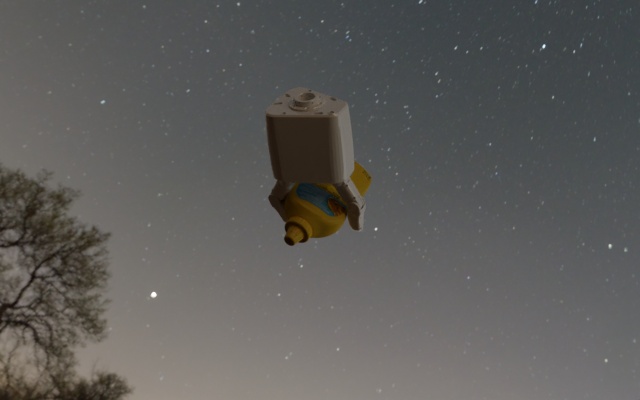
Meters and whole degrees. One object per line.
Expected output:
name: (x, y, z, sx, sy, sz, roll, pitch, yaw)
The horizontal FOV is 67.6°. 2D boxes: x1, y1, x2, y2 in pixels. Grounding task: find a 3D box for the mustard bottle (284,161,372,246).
mustard bottle: (0.000, 0.003, 0.735, 0.096, 0.058, 0.191, 32, 47, 7)
